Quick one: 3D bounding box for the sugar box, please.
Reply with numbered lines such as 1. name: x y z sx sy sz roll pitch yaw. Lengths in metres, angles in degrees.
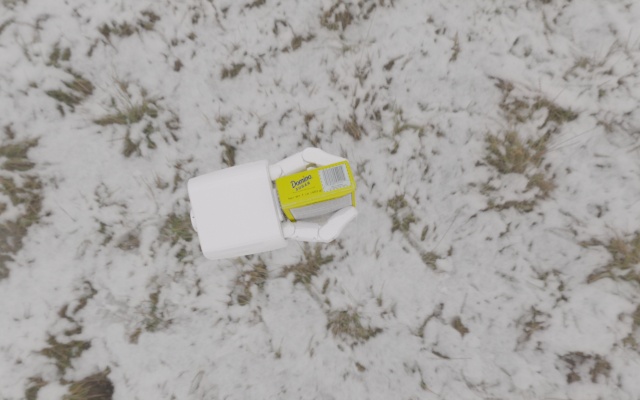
1. sugar box: 0.000 0.002 0.648 0.093 0.048 0.176 -14 -13 0
